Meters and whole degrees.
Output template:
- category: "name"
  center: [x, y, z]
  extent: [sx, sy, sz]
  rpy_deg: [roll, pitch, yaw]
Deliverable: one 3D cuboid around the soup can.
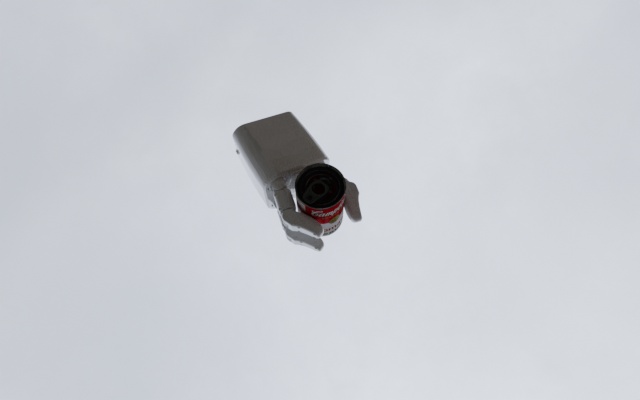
- category: "soup can"
  center: [0.000, 0.003, 0.670]
  extent: [0.068, 0.068, 0.102]
  rpy_deg: [0, -26, 1]
